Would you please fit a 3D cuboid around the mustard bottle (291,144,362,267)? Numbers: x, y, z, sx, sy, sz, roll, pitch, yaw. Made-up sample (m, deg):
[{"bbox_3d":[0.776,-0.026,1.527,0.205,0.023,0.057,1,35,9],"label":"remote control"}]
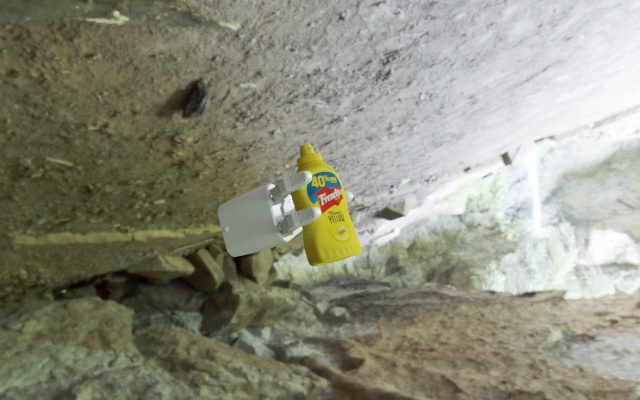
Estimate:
[{"bbox_3d":[0.000,0.003,0.753,0.096,0.191,0.058,-7,-13,-43],"label":"mustard bottle"}]
